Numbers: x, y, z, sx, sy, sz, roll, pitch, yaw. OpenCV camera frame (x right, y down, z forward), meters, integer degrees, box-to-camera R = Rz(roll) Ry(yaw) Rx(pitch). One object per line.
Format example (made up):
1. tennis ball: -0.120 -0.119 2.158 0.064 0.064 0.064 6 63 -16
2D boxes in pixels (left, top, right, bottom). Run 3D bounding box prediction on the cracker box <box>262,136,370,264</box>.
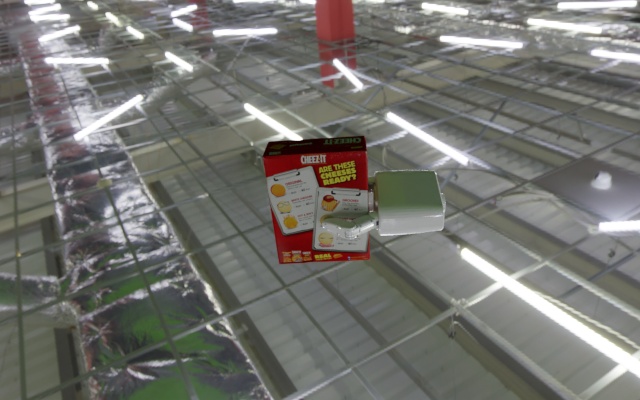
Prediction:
1. cracker box: 0.000 0.003 0.811 0.164 0.214 0.072 -3 31 3
